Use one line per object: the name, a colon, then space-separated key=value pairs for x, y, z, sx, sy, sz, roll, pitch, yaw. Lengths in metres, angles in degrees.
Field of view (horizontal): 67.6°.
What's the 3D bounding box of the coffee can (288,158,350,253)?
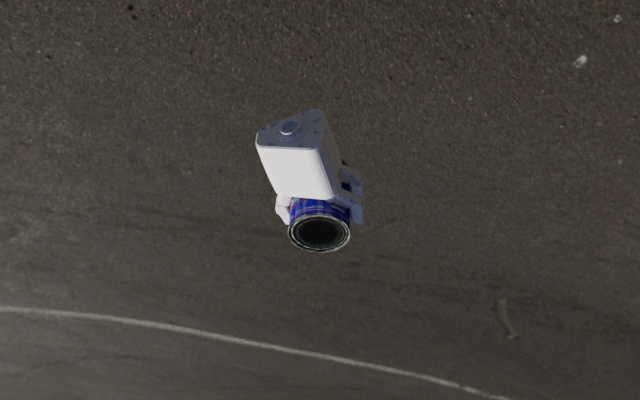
coffee can: x=0.000 y=0.003 z=0.817 sx=0.103 sy=0.140 sz=0.103 roll=1 pitch=-41 yaw=1
